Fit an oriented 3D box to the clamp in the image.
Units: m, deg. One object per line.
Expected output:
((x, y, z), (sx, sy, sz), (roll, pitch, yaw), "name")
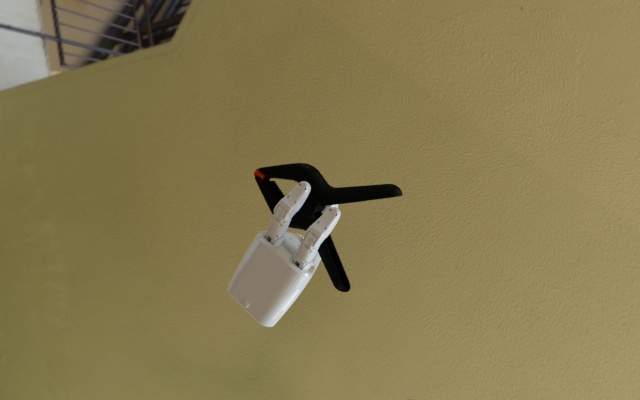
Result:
((0.000, 0.002, 0.664), (0.210, 0.164, 0.036), (39, 17, 17), "clamp")
